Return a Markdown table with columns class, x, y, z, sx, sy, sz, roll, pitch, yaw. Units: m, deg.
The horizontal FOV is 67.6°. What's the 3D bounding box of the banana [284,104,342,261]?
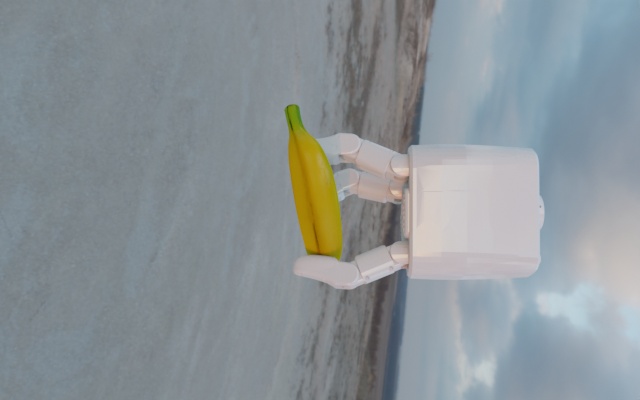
| class | x | y | z | sx | sy | sz | roll | pitch | yaw |
| --- | --- | --- | --- | --- | --- | --- | --- | --- | --- |
| banana | 0.000 | 0.012 | 0.431 | 0.037 | 0.069 | 0.198 | -5 | -45 | 4 |
